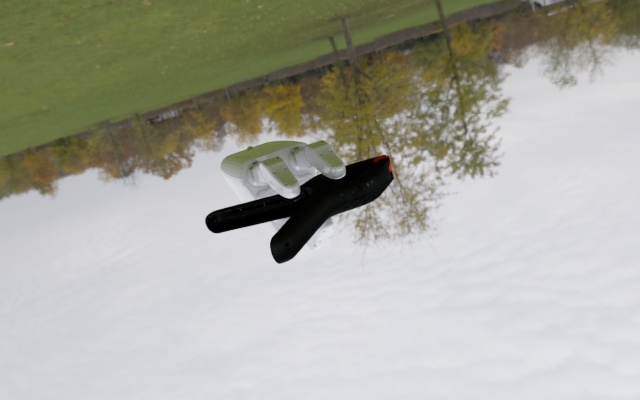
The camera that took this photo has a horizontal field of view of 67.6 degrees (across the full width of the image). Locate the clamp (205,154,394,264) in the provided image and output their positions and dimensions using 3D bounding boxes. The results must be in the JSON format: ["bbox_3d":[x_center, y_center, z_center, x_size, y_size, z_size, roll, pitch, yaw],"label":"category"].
[{"bbox_3d":[0.001,0.002,0.489,0.210,0.036,0.164,-22,20,-22],"label":"clamp"}]
